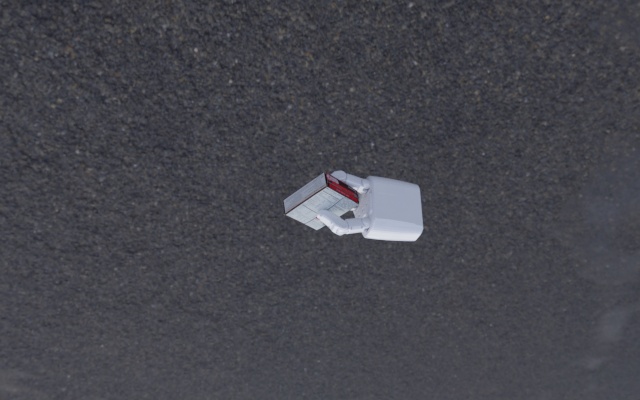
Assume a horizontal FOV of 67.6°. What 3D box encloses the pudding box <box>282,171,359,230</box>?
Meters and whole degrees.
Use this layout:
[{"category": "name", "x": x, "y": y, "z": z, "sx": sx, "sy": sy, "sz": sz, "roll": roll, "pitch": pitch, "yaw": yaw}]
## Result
[{"category": "pudding box", "x": 0.000, "y": 0.003, "z": 0.874, "sx": 0.113, "sy": 0.039, "sz": 0.090, "roll": -34, "pitch": -44, "yaw": 29}]
